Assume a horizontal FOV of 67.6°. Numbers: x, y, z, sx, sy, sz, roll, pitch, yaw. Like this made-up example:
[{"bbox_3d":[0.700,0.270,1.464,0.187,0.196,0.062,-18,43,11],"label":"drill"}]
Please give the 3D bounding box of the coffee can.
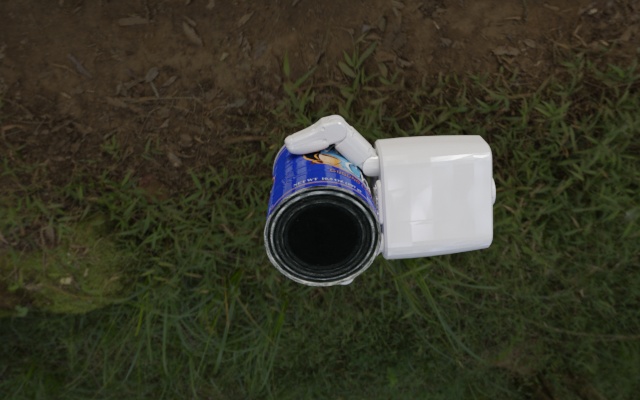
[{"bbox_3d":[0.000,0.001,0.473,0.103,0.103,0.140,0,28,-2],"label":"coffee can"}]
